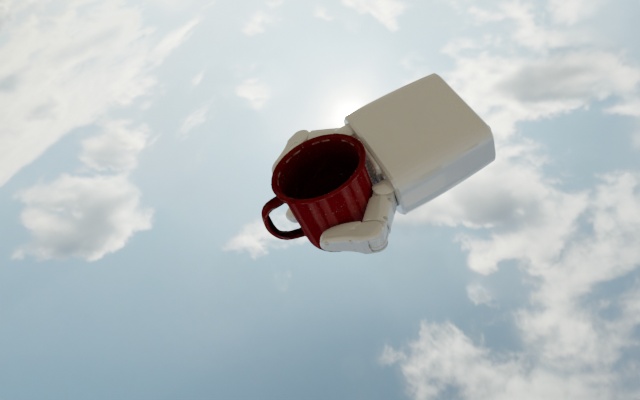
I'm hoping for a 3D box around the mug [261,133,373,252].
[{"bbox_3d":[-0.001,0.002,0.463,0.117,0.082,0.093,-29,40,-2],"label":"mug"}]
